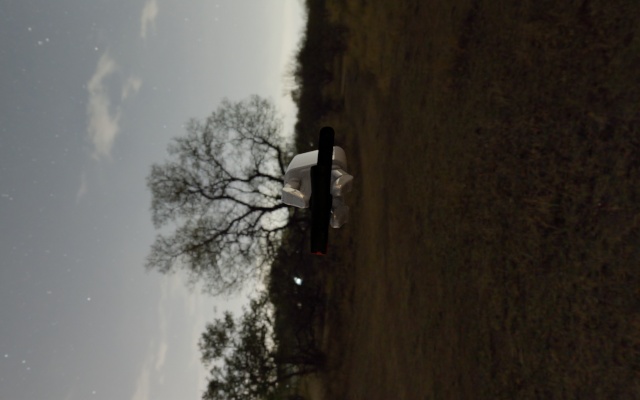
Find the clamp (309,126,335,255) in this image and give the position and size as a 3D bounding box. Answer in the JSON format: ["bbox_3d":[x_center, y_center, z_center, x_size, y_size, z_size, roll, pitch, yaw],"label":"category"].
[{"bbox_3d":[-0.001,0.003,0.760,0.036,0.210,0.164,5,22,4],"label":"clamp"}]
